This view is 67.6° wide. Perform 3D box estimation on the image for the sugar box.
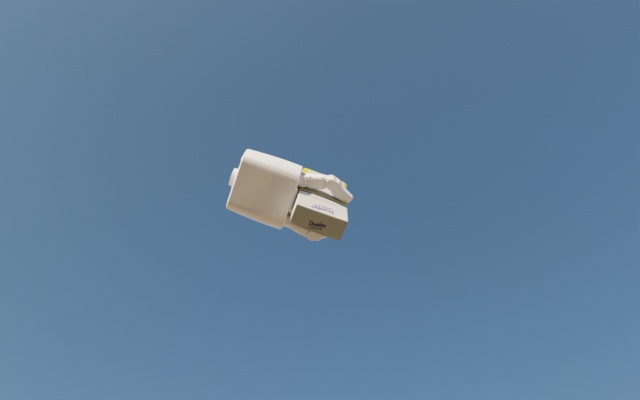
[{"bbox_3d":[0.000,0.003,0.864,0.093,0.048,0.176,20,25,-5],"label":"sugar box"}]
